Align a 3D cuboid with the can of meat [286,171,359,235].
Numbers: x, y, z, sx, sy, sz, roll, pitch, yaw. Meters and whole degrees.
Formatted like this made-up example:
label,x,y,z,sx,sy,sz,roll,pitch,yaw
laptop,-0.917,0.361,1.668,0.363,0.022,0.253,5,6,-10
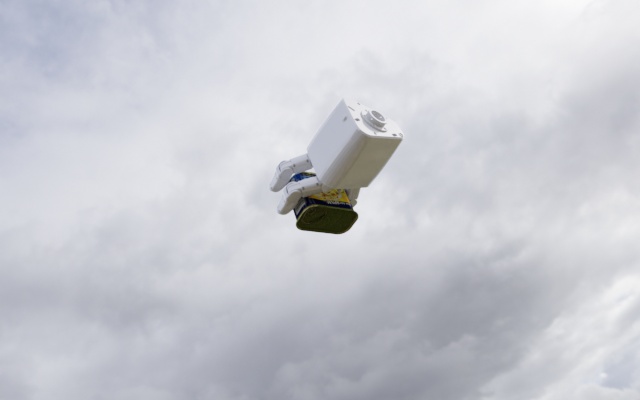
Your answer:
label,x,y,z,sx,sy,sz,roll,pitch,yaw
can of meat,0.000,0.002,0.773,0.102,0.084,0.057,8,-47,-31
